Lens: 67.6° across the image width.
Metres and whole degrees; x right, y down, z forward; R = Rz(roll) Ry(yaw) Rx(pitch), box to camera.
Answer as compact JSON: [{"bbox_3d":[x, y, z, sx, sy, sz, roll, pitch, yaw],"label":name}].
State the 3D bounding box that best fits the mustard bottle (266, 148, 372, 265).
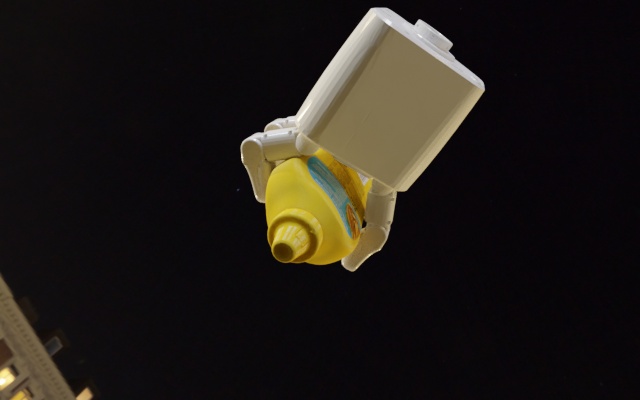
[{"bbox_3d":[0.000,0.001,0.420,0.058,0.096,0.191,-26,12,24],"label":"mustard bottle"}]
